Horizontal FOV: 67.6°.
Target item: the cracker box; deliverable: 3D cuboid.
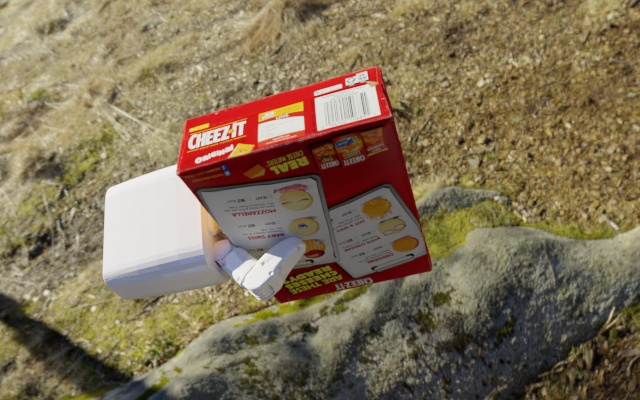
[{"bbox_3d":[0.000,0.001,0.428,0.164,0.072,0.214,-14,-40,11],"label":"cracker box"}]
